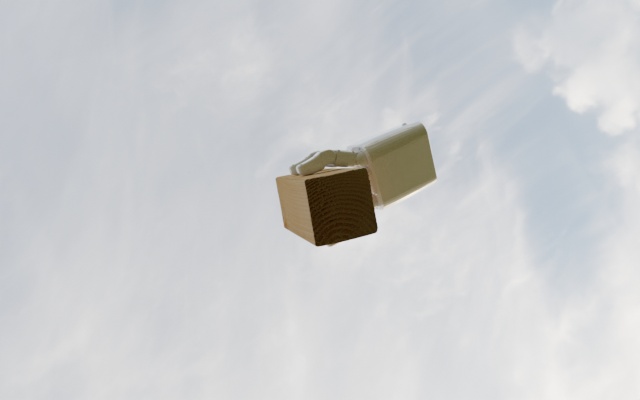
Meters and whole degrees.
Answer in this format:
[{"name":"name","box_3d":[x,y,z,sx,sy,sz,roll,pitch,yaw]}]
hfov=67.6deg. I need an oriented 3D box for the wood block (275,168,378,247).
[{"name":"wood block","box_3d":[0.001,0.003,0.715,0.090,0.091,0.206,-12,6,-14]}]
